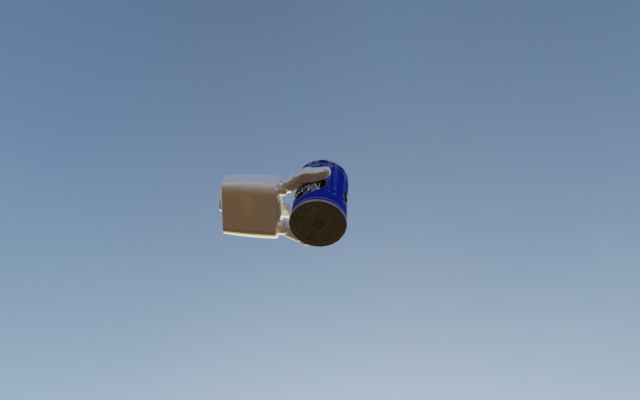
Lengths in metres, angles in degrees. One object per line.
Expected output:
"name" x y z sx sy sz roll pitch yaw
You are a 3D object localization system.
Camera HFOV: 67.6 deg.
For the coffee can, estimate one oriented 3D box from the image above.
"coffee can" 0.000 0.003 0.895 0.103 0.103 0.140 0 35 5
